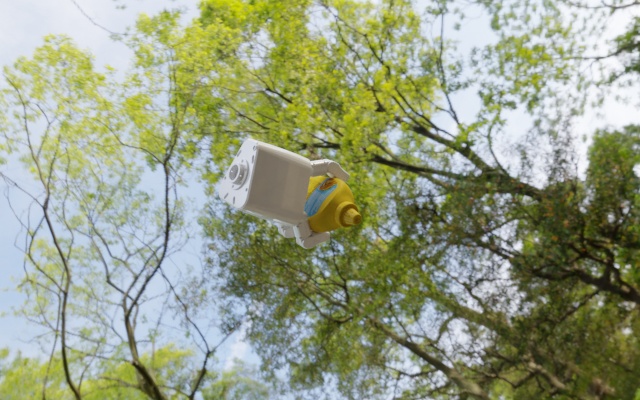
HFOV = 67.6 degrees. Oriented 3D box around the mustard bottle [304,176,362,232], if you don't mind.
[{"bbox_3d":[0.000,0.003,0.806,0.191,0.096,0.058,25,-19,49],"label":"mustard bottle"}]
